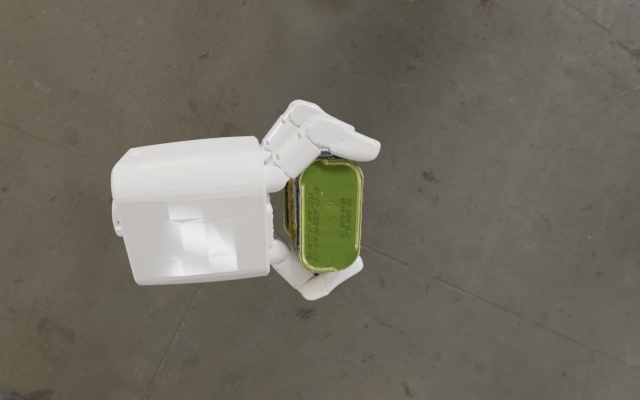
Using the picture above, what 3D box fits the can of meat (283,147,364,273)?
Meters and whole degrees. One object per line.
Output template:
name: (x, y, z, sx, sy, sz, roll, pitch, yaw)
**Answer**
can of meat: (0.000, 0.002, 0.413, 0.057, 0.102, 0.084, -3, 18, -10)
